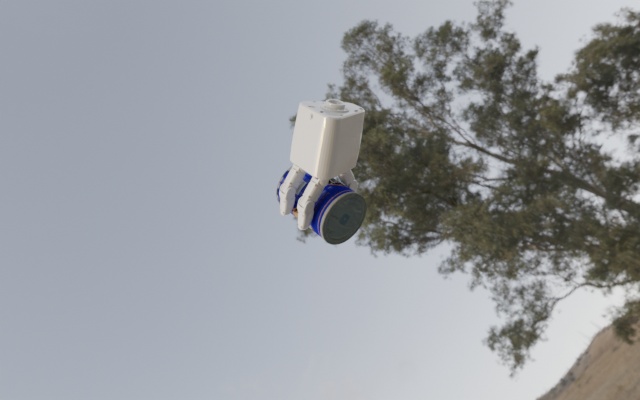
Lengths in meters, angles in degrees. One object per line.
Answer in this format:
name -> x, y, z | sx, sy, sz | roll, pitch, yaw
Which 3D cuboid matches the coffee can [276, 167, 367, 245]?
coffee can -> 0.000, 0.003, 0.877 | 0.103, 0.103, 0.140 | 0, 26, -44
